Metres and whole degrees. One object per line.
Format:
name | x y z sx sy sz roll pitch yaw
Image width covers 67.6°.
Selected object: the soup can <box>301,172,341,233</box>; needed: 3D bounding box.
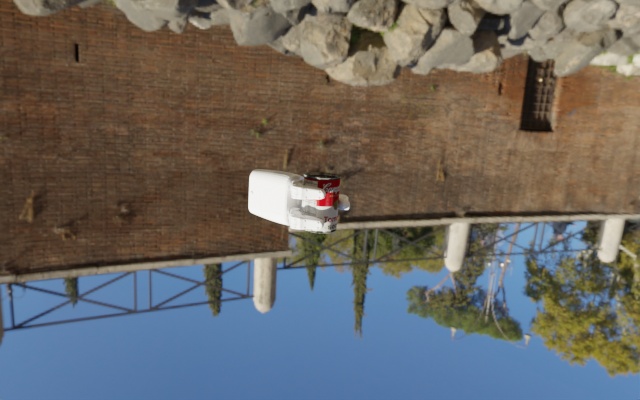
soup can | 0.001 0.003 0.881 0.068 0.102 0.068 4 12 -1
